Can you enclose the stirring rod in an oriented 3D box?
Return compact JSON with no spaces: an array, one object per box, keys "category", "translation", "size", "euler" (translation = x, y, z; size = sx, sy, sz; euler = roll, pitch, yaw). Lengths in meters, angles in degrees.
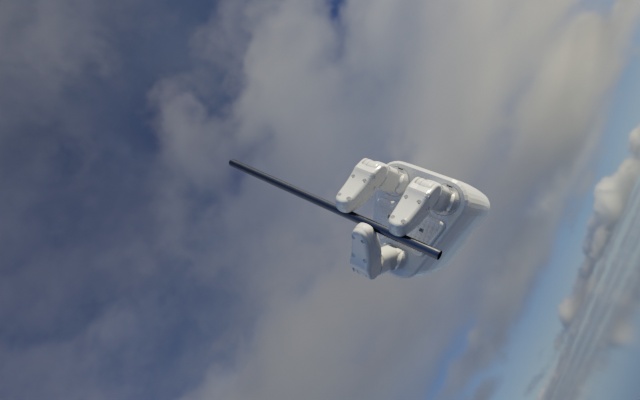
[{"category":"stirring rod","translation":[0.000,0.002,0.437],"size":[0.239,0.011,0.011],"euler":[24,13,32]}]
